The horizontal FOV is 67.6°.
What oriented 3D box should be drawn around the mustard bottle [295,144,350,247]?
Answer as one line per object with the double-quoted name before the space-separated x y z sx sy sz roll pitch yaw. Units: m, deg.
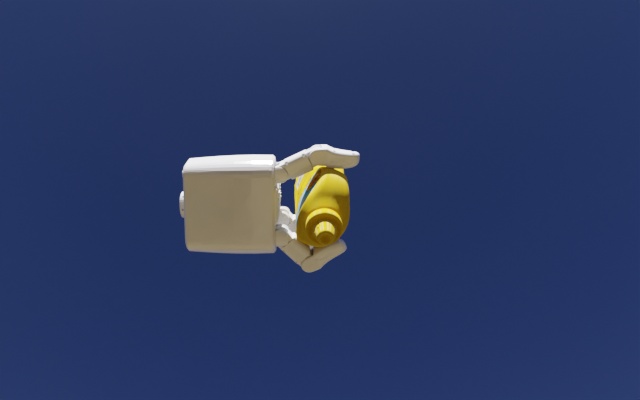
"mustard bottle" 0.000 0.002 0.587 0.058 0.096 0.191 22 20 -11
